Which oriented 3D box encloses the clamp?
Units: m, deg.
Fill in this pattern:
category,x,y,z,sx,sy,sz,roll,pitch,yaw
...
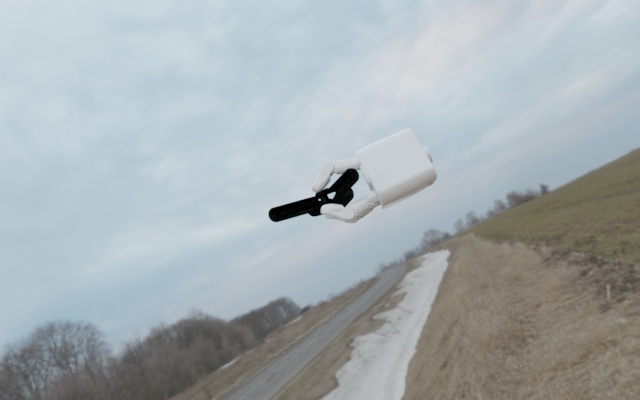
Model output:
category,x,y,z,sx,sy,sz,roll,pitch,yaw
clamp,0.000,0.002,0.860,0.164,0.036,0.210,-25,-10,5
